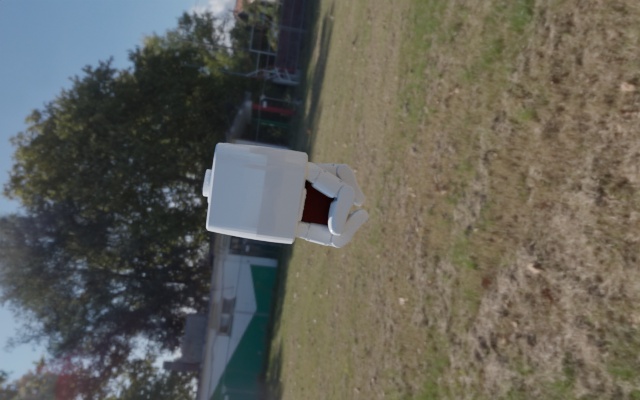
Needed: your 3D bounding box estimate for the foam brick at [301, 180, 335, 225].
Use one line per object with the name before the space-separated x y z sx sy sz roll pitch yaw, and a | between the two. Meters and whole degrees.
foam brick | 0.000 0.002 0.616 0.051 0.053 0.078 8 0 -9
